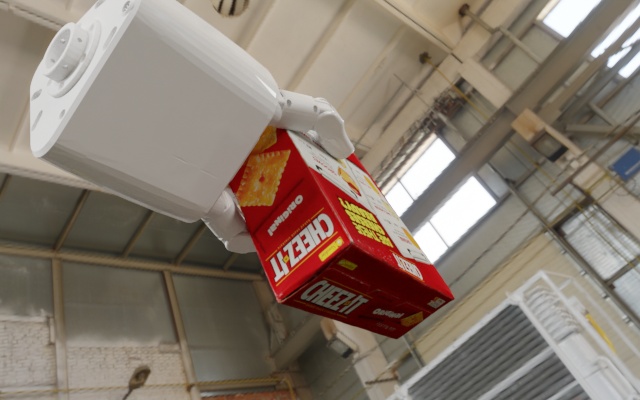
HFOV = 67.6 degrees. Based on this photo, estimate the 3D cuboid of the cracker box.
[{"bbox_3d":[0.000,0.001,0.405,0.072,0.213,0.164,-42,-40,15],"label":"cracker box"}]
